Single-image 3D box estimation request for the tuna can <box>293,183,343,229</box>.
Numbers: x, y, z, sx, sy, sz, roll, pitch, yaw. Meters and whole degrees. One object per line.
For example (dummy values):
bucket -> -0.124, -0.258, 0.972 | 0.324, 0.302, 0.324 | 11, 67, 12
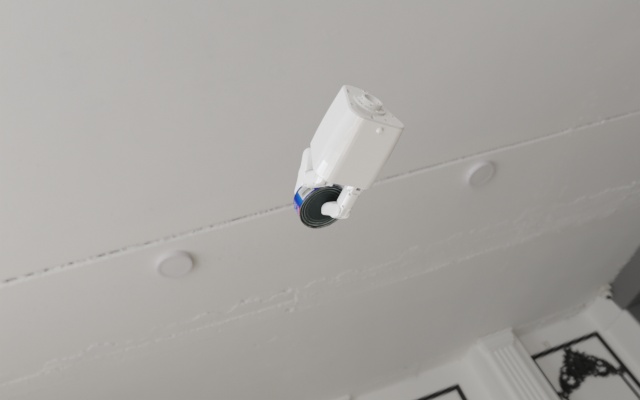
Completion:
tuna can -> 0.000, 0.002, 0.777 | 0.086, 0.086, 0.033 | 0, 37, -29
